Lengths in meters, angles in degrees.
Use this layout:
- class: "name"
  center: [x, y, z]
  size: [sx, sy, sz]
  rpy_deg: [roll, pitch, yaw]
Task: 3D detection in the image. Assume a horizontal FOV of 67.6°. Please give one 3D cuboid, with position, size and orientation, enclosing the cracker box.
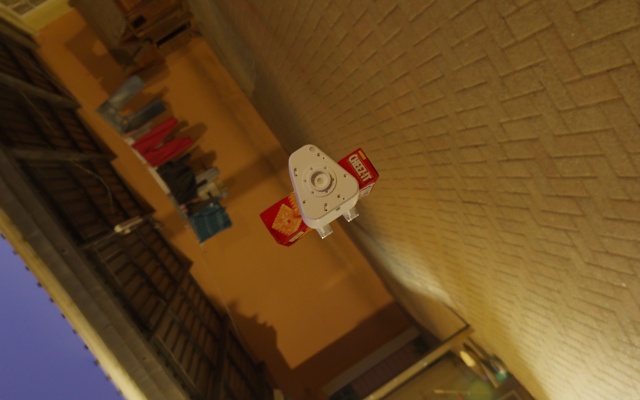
- class: "cracker box"
  center: [0.000, 0.003, 0.899]
  size: [0.213, 0.072, 0.164]
  rpy_deg: [-33, -7, -4]
